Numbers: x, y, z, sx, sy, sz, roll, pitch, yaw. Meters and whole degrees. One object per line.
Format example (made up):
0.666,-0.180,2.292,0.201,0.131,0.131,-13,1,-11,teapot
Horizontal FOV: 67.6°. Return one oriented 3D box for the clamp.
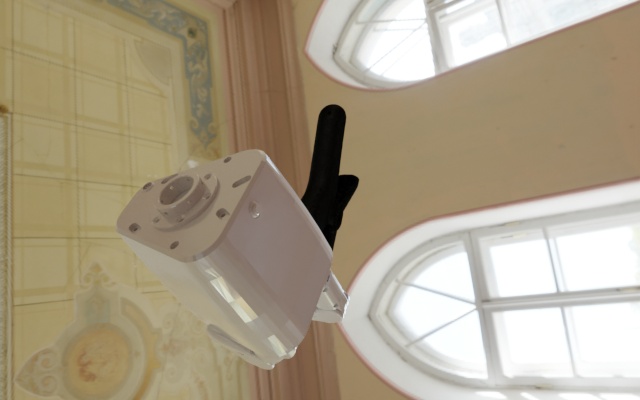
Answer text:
-0.001,0.002,0.428,0.039,0.171,0.120,2,-42,20,clamp
